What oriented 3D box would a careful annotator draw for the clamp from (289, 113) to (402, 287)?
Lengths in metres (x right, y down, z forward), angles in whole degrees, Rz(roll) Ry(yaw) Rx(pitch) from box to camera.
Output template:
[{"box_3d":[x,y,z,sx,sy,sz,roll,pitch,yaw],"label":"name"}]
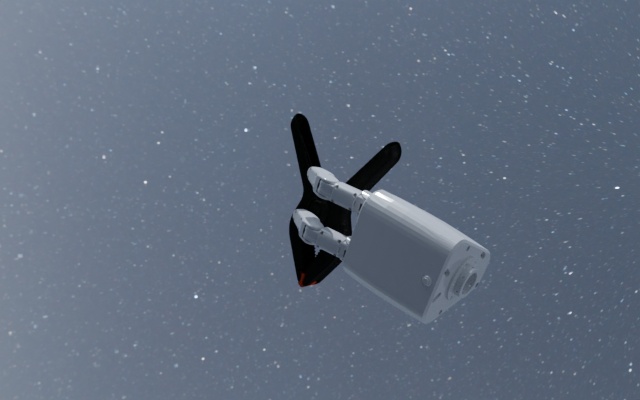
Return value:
[{"box_3d":[0.001,0.002,0.581,0.036,0.210,0.164,-1,26,-46],"label":"clamp"}]
